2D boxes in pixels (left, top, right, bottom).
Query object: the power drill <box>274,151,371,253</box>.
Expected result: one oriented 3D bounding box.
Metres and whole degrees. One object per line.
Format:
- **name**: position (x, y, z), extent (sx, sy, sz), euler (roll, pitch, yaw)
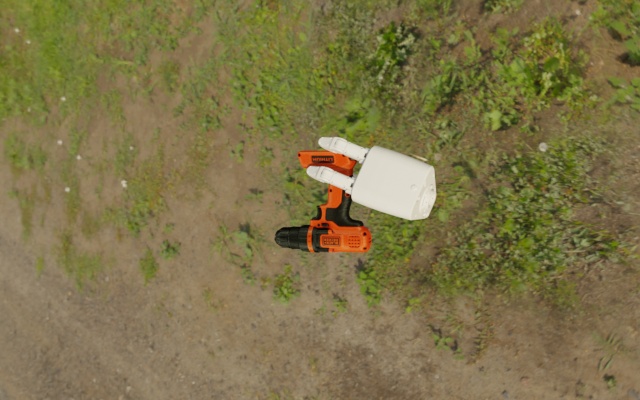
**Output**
- **power drill**: position (0.000, 0.002, 0.867), extent (0.184, 0.188, 0.057), euler (0, 8, 17)
